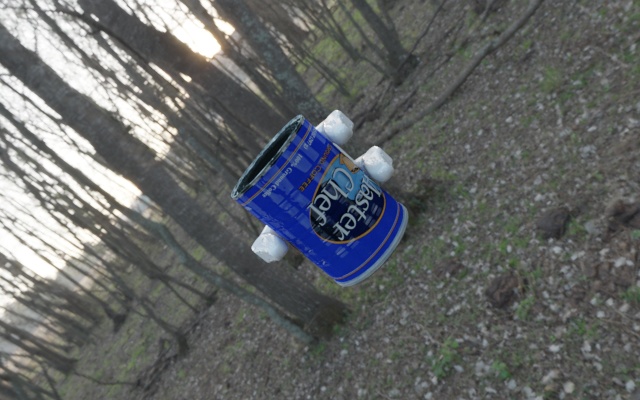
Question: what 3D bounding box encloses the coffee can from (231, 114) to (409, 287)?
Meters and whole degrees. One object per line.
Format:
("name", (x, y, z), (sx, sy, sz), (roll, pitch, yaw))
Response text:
("coffee can", (0.000, 0.002, 0.464), (0.140, 0.103, 0.103), (40, -13, -15))
